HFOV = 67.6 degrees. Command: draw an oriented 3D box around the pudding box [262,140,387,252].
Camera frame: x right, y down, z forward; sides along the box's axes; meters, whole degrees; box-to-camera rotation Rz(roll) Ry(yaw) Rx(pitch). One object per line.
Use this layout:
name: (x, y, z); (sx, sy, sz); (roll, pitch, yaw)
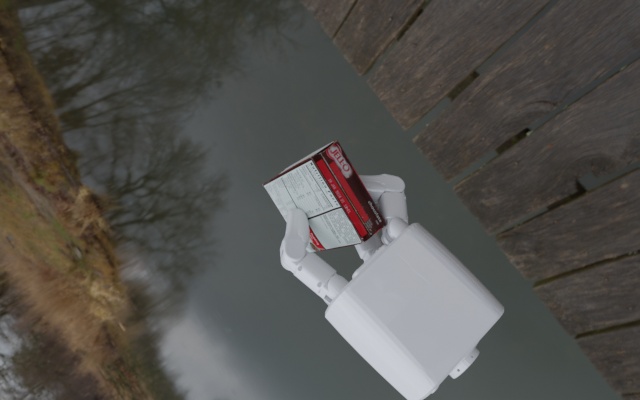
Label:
pudding box: (0.000, 0.002, 0.460); (0.039, 0.090, 0.113); (-35, 8, -32)
